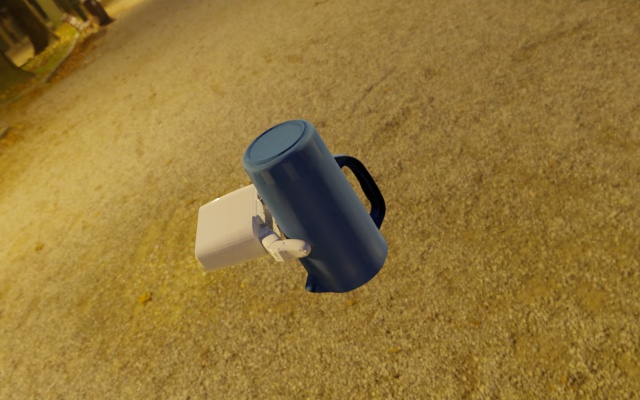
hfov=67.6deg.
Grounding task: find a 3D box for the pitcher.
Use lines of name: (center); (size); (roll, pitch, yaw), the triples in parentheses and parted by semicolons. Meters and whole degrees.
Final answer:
pitcher: (0.000, 0.002, 0.688); (0.145, 0.243, 0.149); (-19, 34, 17)
